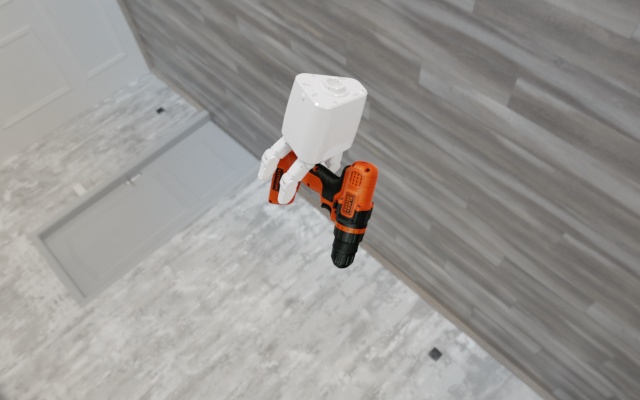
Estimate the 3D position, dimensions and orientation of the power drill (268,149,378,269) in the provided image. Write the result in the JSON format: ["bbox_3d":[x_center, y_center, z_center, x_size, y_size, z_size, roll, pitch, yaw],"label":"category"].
[{"bbox_3d":[0.000,0.002,0.807,0.187,0.184,0.057,24,19,29],"label":"power drill"}]
